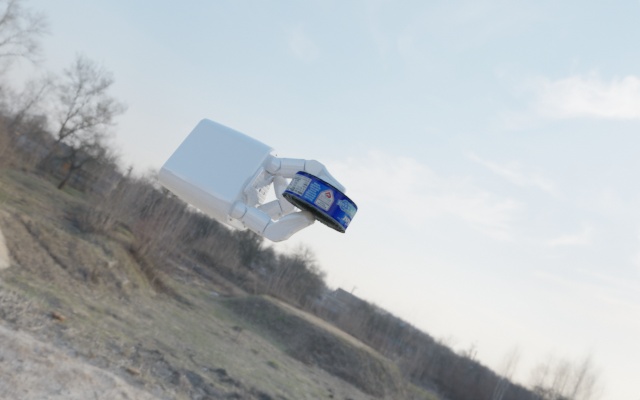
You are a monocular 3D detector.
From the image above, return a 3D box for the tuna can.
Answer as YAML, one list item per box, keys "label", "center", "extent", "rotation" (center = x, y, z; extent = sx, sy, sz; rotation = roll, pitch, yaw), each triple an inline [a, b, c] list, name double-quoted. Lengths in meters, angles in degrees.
- label: "tuna can"
  center: [0.000, 0.001, 0.553]
  extent: [0.086, 0.033, 0.086]
  rotation: [31, -9, 5]
